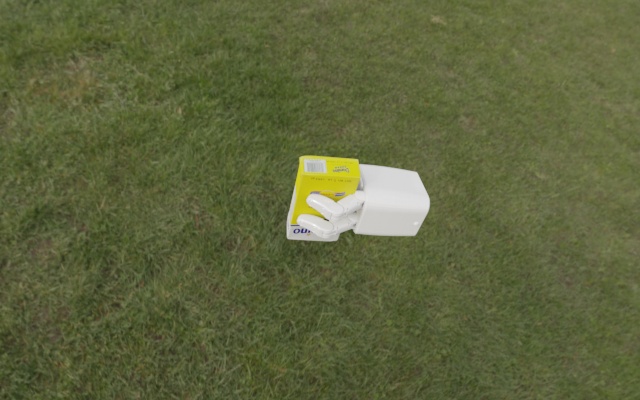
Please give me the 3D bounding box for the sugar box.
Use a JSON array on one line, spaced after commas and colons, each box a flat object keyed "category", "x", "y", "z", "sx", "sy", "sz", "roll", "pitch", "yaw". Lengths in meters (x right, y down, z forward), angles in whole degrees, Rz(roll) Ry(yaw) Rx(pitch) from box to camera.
[{"category": "sugar box", "x": 0.000, "y": 0.003, "z": 0.786, "sx": 0.093, "sy": 0.048, "sz": 0.176, "roll": 3, "pitch": -41, "yaw": -9}]
